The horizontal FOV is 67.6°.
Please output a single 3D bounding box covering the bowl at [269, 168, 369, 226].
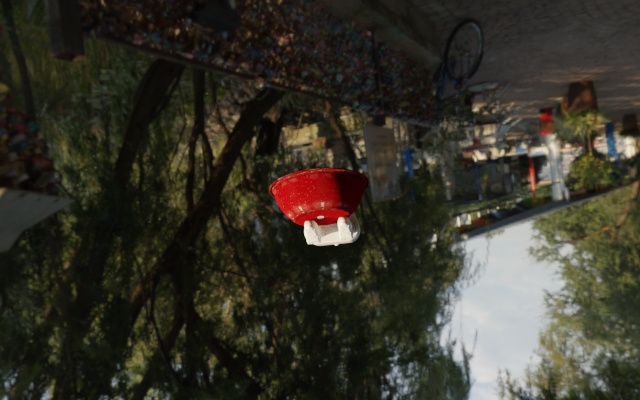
[{"bbox_3d":[0.000,0.003,0.766,0.162,0.055,0.162,-4,-19,-1],"label":"bowl"}]
